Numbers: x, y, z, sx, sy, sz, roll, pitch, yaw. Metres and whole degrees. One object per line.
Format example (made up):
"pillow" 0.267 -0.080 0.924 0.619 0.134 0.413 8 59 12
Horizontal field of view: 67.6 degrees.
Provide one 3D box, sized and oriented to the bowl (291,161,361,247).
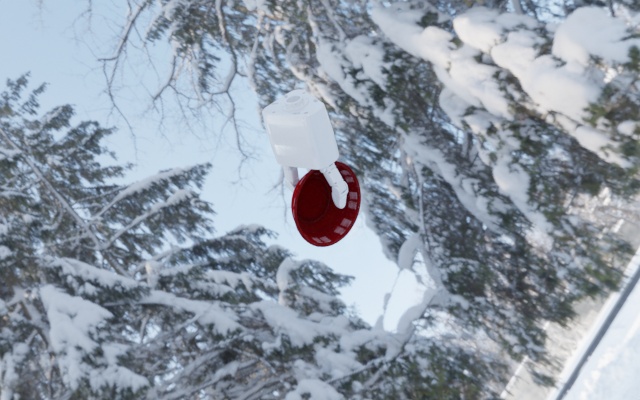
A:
"bowl" 0.000 0.004 0.895 0.162 0.162 0.055 0 9 -40
